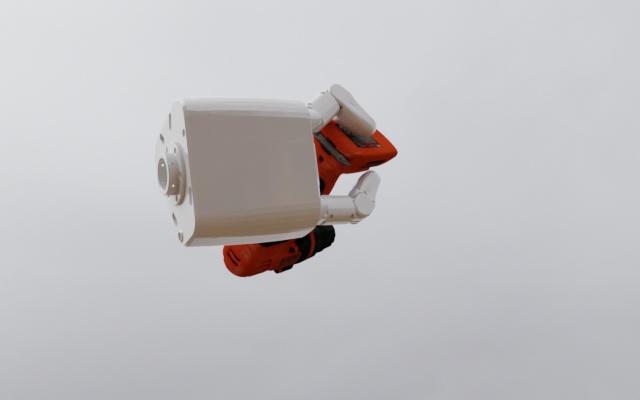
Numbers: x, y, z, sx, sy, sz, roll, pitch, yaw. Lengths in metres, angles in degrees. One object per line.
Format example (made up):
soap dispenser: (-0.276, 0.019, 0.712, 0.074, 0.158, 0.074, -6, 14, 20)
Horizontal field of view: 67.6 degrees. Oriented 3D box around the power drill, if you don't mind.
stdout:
power drill: (0.000, 0.001, 0.520, 0.057, 0.188, 0.184, 45, 26, 18)
